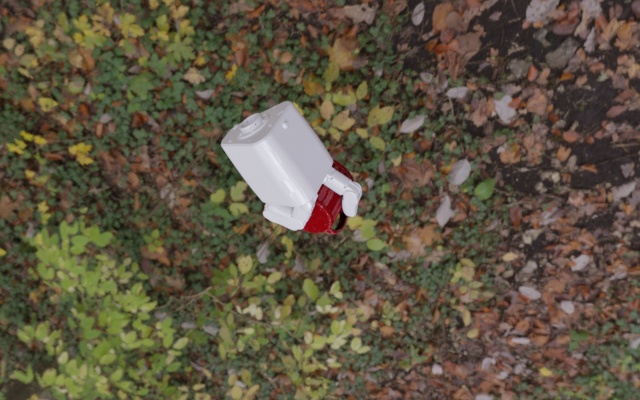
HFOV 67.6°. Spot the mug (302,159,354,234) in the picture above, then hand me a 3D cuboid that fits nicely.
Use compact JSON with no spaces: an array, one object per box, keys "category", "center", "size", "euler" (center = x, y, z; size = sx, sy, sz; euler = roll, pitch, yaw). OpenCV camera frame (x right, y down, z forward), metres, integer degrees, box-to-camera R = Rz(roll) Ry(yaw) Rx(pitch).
[{"category":"mug","center":[0.001,0.004,0.715],"size":[0.093,0.117,0.081],"euler":[-10,39,39]}]
